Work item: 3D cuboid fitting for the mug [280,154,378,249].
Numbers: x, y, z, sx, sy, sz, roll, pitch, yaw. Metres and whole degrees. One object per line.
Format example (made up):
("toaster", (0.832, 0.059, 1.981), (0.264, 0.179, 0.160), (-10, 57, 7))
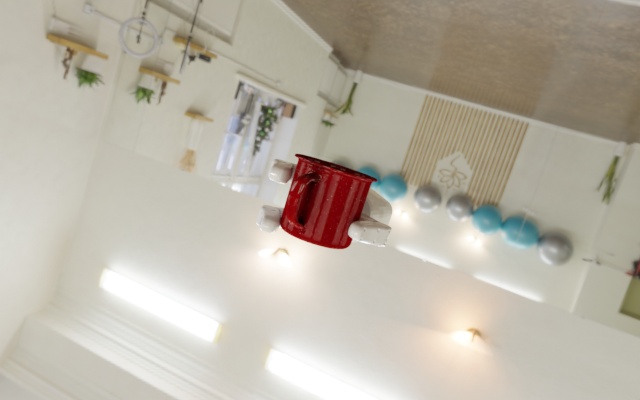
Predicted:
("mug", (-0.001, 0.002, 0.503), (0.093, 0.081, 0.117), (21, 8, 23))
